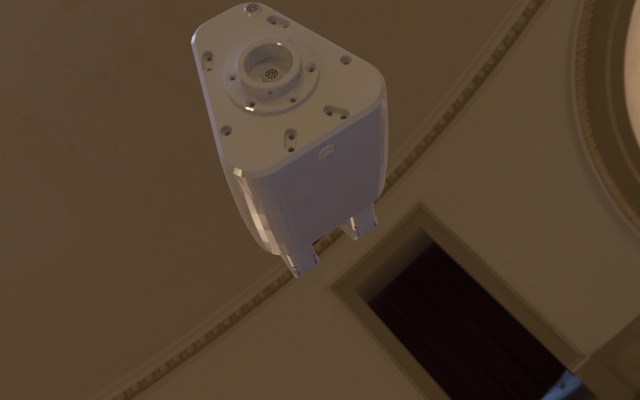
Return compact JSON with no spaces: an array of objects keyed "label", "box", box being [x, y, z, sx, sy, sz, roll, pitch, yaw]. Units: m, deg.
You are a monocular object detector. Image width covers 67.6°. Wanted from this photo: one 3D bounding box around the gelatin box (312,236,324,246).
[{"label":"gelatin box","box":[0.000,0.001,0.413,0.073,0.030,0.089,-42,-20,0]}]
